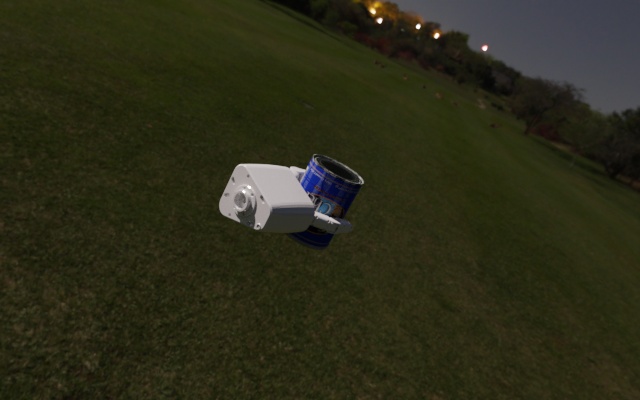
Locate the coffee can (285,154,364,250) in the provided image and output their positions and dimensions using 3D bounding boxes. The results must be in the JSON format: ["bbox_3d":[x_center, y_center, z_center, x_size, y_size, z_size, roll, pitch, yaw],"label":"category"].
[{"bbox_3d":[0.000,0.003,0.859,0.103,0.140,0.102,26,18,-9],"label":"coffee can"}]
